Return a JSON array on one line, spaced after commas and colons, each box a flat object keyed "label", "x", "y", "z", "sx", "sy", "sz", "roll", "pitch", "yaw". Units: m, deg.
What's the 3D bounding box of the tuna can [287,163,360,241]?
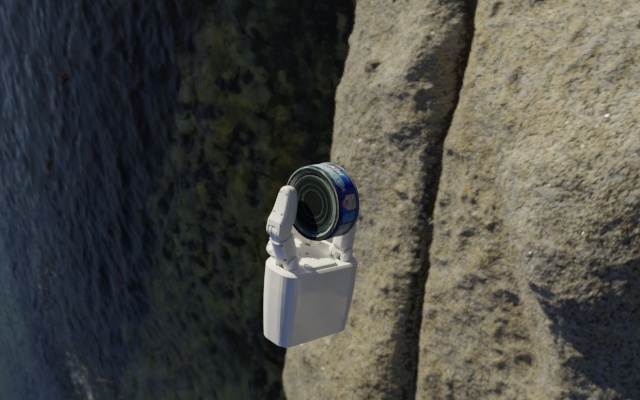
[{"label": "tuna can", "x": 0.000, "y": 0.002, "z": 0.533, "sx": 0.086, "sy": 0.086, "sz": 0.034, "roll": 0, "pitch": 8, "yaw": 43}]
